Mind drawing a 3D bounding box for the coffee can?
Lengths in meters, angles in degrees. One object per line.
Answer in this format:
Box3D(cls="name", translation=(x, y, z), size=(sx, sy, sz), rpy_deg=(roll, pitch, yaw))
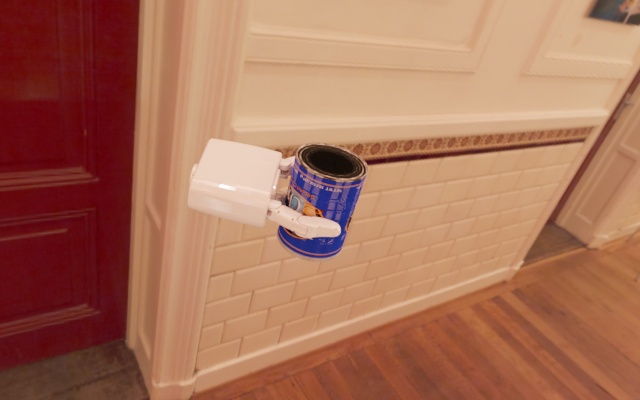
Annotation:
Box3D(cls="coffee can", translation=(0.000, 0.002, 0.687), size=(0.103, 0.140, 0.102), rpy_deg=(11, 32, -7))
